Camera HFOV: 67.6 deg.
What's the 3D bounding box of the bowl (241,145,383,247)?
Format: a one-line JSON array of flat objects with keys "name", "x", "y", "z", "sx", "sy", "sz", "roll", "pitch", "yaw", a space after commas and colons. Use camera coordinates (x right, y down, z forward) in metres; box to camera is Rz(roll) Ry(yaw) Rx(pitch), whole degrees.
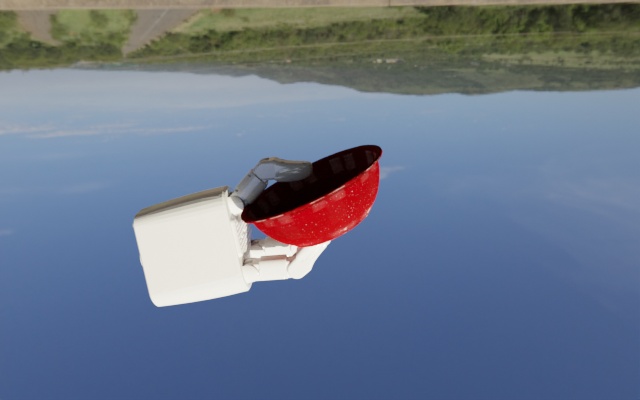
[{"name": "bowl", "x": 0.001, "y": 0.002, "z": 0.501, "sx": 0.162, "sy": 0.055, "sz": 0.162, "roll": -25, "pitch": 15, "yaw": 7}]
